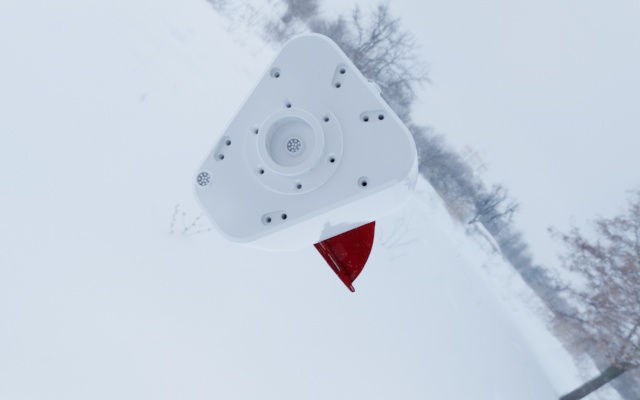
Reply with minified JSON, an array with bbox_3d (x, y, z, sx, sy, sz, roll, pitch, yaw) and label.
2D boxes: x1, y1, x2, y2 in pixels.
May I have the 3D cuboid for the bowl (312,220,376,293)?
[{"bbox_3d":[0.000,0.001,0.427,0.055,0.162,0.162,-37,4,-6],"label":"bowl"}]
